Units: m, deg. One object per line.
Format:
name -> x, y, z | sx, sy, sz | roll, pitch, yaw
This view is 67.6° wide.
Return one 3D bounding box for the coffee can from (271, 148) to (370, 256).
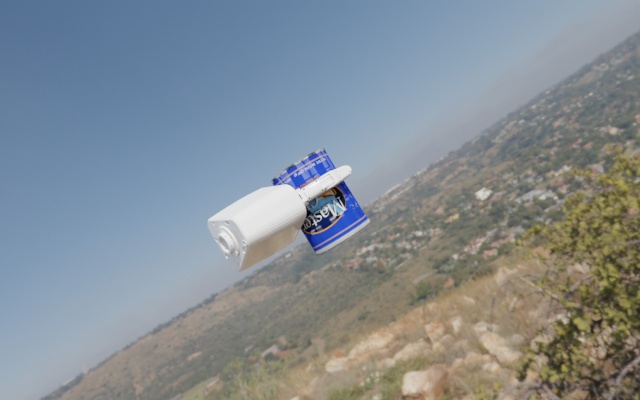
coffee can -> 0.000, 0.003, 0.769 | 0.103, 0.140, 0.103 | -32, -2, -1
